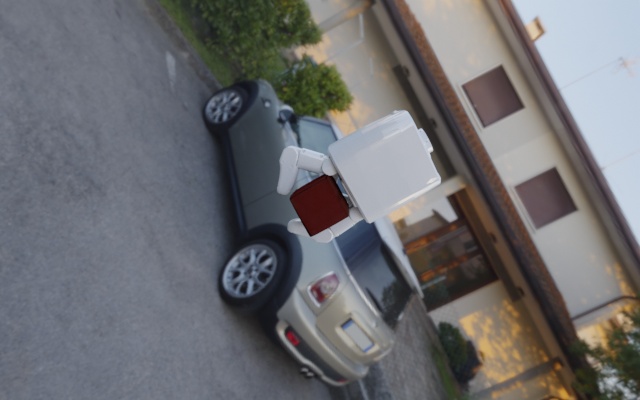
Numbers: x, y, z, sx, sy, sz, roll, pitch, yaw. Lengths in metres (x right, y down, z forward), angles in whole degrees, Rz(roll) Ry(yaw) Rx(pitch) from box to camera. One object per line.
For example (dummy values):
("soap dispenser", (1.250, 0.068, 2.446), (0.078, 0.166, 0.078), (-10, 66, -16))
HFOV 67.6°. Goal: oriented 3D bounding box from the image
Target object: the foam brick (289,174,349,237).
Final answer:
("foam brick", (0.000, 0.002, 0.577), (0.051, 0.053, 0.078), (-28, 8, 8))
